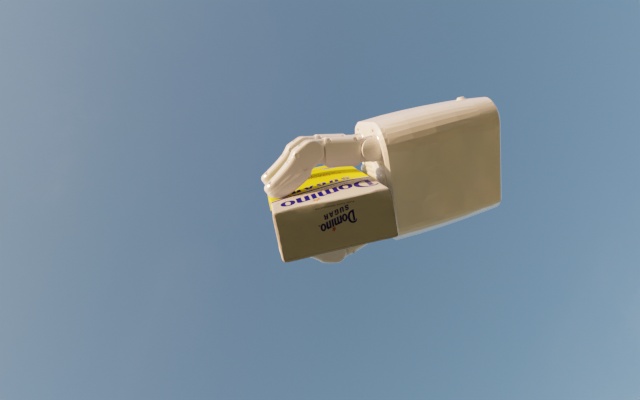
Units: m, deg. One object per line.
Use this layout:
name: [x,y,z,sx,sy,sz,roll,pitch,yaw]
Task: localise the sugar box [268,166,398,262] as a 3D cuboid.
sugar box: [0.000,0.001,0.438,0.093,0.048,0.176,-13,10,-6]
